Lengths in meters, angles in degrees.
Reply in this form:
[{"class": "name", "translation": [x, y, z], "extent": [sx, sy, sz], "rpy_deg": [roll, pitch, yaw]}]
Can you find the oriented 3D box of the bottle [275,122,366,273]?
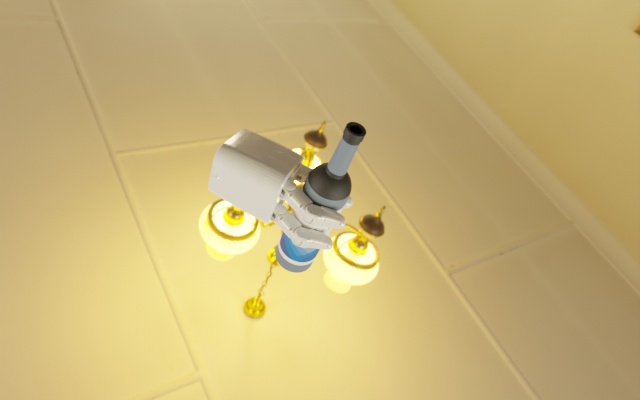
[{"class": "bottle", "translation": [0.000, 0.002, 0.704], "extent": [0.069, 0.069, 0.296], "rpy_deg": [0, -39, -23]}]
